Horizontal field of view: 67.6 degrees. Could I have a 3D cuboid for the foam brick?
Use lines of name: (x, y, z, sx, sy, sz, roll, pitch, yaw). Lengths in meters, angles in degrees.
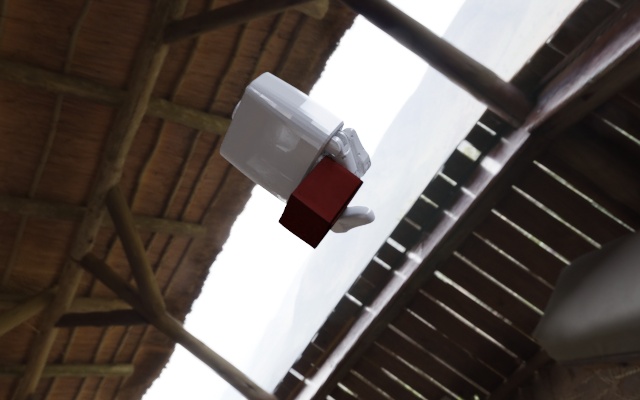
foam brick: (0.000, 0.002, 0.506, 0.051, 0.078, 0.053, 35, -42, 4)
